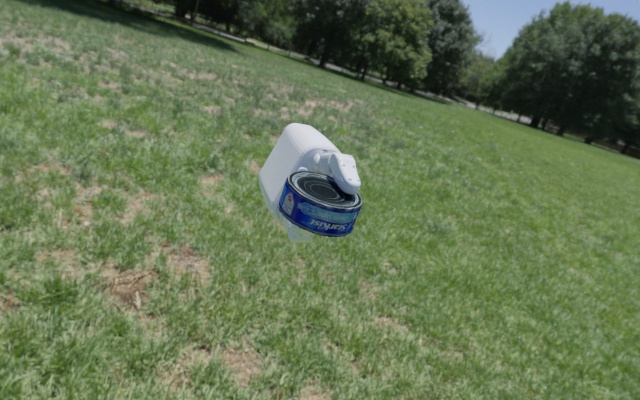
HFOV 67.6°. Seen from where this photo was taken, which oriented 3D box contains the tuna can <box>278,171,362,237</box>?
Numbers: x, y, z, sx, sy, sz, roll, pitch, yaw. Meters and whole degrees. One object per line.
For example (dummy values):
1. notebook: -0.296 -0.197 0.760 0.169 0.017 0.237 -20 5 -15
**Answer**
1. tuna can: 0.000 0.001 0.507 0.086 0.034 0.086 17 23 -7
